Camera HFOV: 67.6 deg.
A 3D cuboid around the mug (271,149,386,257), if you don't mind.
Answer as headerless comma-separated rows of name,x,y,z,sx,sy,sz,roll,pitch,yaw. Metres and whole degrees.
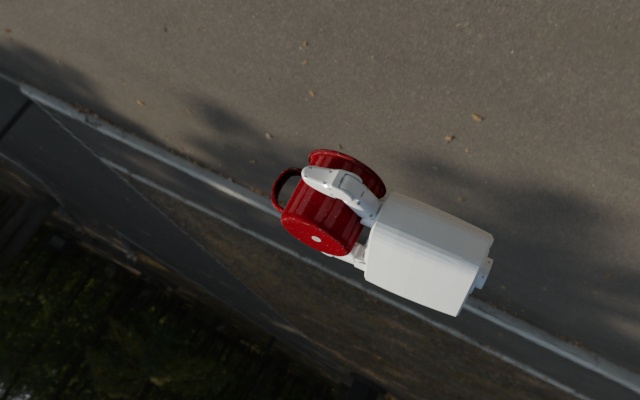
mug,-0.001,0.001,0.507,0.117,0.081,0.093,21,-20,19
